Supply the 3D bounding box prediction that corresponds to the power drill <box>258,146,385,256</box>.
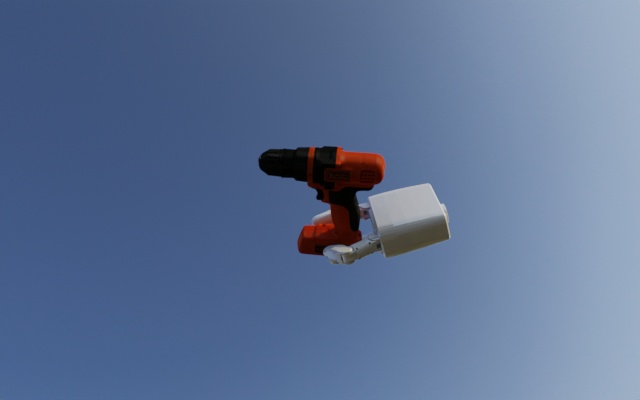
[{"bbox_3d":[0.000,0.003,0.736,0.184,0.188,0.057,5,40,5],"label":"power drill"}]
